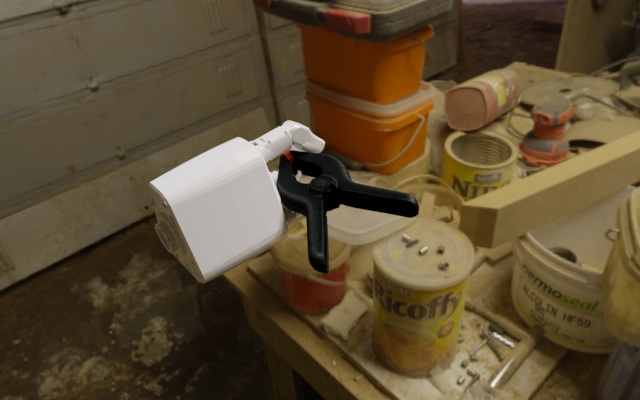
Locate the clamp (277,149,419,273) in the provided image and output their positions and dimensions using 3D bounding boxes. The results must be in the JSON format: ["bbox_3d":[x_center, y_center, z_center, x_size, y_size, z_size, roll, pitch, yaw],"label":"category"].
[{"bbox_3d":[0.000,0.001,0.488,0.120,0.039,0.171,-33,43,-27],"label":"clamp"}]
